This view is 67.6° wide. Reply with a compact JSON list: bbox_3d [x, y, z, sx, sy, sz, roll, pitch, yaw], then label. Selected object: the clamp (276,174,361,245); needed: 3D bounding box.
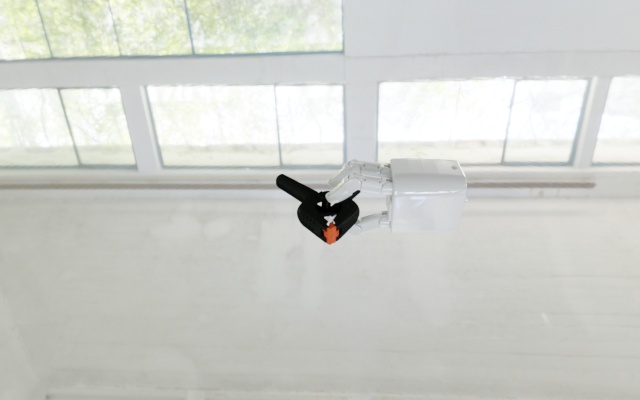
[{"bbox_3d":[0.000,0.003,0.753,0.164,0.036,0.210,0,27,4],"label":"clamp"}]
